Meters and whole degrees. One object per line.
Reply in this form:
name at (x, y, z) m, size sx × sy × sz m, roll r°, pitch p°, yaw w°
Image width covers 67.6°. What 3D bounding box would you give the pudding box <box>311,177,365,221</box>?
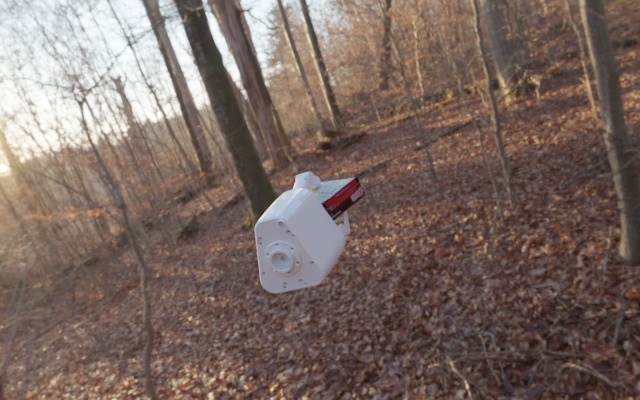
pudding box at (0.000, 0.002, 0.751) m, size 0.113 × 0.039 × 0.090 m, roll -4°, pitch 25°, yaw 47°
